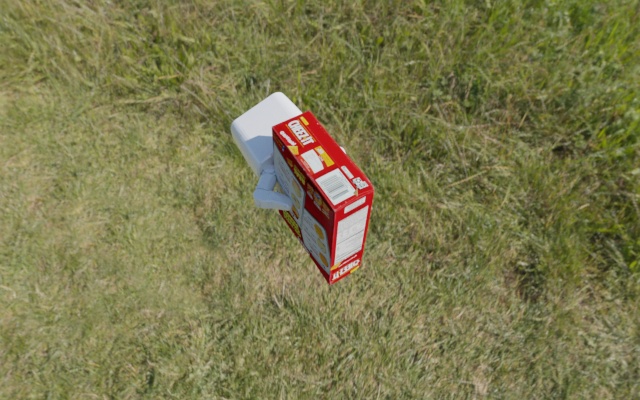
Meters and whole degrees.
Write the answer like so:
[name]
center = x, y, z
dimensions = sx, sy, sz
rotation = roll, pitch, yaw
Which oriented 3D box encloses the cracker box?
[cracker box]
center = 0.000, 0.002, 0.705
dimensions = 0.072, 0.164, 0.214
rotation = -27, -30, -18
